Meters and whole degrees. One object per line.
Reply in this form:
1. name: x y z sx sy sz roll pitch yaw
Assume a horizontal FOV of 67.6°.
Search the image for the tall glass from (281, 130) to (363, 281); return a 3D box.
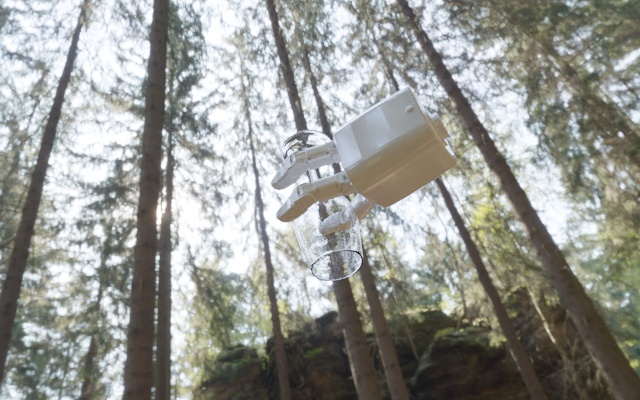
1. tall glass: 0.000 0.002 0.609 0.079 0.200 0.079 -8 -41 -7
